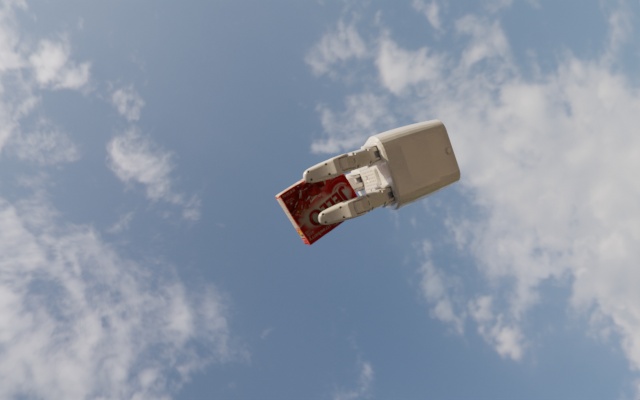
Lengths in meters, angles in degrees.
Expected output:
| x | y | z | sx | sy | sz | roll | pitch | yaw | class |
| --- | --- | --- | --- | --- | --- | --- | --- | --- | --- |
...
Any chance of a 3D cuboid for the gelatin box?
| x | y | z | sx | sy | sz | roll | pitch | yaw | class |
| --- | --- | --- | --- | --- | --- | --- | --- | --- | --- |
| 0.000 | 0.002 | 0.604 | 0.089 | 0.073 | 0.030 | -33 | 7 | -16 | gelatin box |
